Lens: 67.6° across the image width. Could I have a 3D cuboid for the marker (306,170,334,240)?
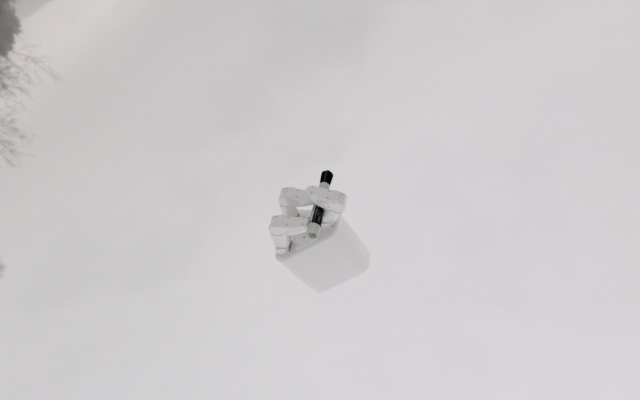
[{"bbox_3d":[0.000,0.002,0.681,0.020,0.121,0.020,8,-40,7],"label":"marker"}]
